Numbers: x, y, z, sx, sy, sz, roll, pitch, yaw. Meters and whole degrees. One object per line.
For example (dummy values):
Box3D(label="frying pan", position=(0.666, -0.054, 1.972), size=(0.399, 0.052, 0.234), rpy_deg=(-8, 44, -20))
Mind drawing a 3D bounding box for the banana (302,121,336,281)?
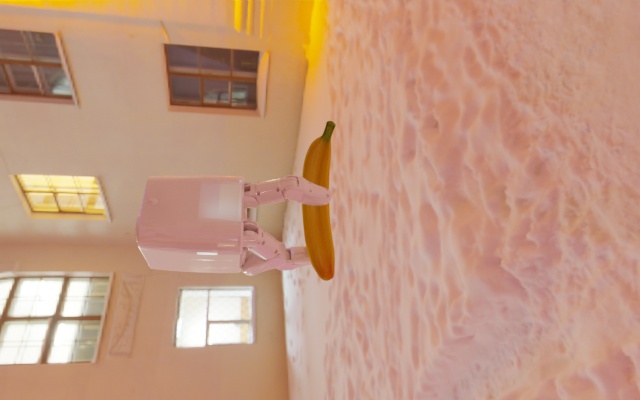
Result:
Box3D(label="banana", position=(-0.003, 0.004, 0.595), size=(0.037, 0.197, 0.070), rpy_deg=(2, -16, -10))
